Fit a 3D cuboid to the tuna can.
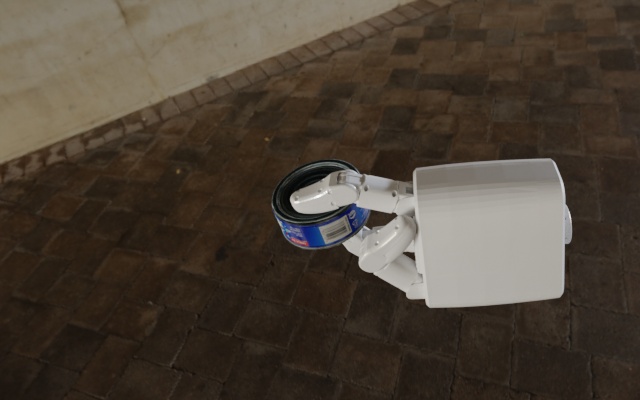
[{"bbox_3d":[0.000,0.001,0.430,0.086,0.034,0.086,-12,41,11],"label":"tuna can"}]
